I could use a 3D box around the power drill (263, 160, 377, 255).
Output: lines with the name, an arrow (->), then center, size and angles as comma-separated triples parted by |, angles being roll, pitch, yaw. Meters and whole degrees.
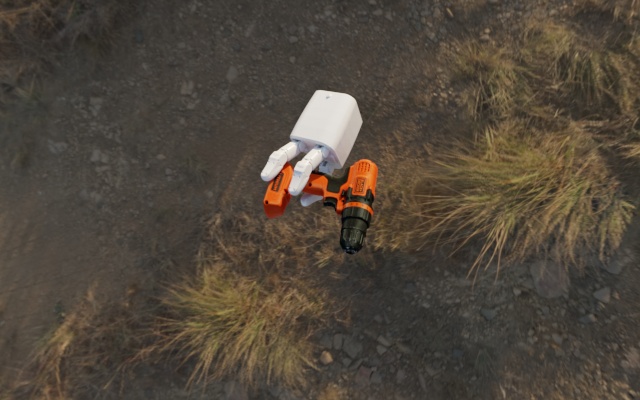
power drill -> 0.000, 0.002, 0.836 | 0.187, 0.184, 0.057 | 7, -35, 11
